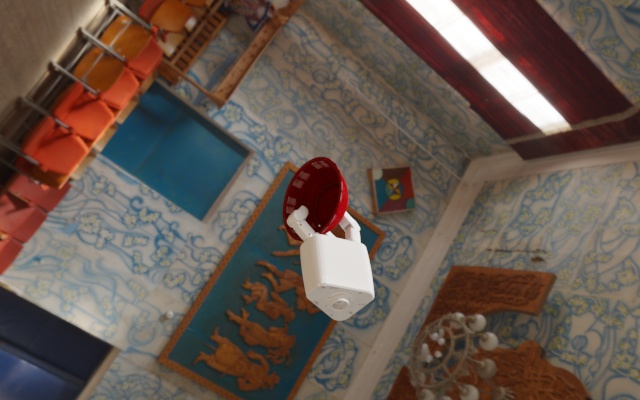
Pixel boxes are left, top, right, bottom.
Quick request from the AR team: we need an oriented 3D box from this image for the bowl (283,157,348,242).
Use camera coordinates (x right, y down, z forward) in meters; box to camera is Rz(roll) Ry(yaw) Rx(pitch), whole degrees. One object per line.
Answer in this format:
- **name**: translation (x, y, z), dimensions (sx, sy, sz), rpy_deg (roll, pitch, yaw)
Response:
- **bowl**: translation (0.000, 0.002, 0.893), dimensions (0.055, 0.162, 0.162), rpy_deg (20, -13, -40)
